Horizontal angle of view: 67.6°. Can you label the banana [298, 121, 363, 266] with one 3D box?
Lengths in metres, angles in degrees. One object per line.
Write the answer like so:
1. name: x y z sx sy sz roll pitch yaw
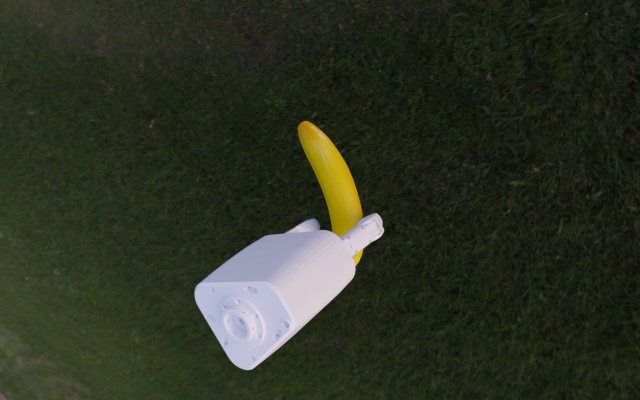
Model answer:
1. banana: 0.016 0.006 0.551 0.069 0.198 0.037 3 21 35
